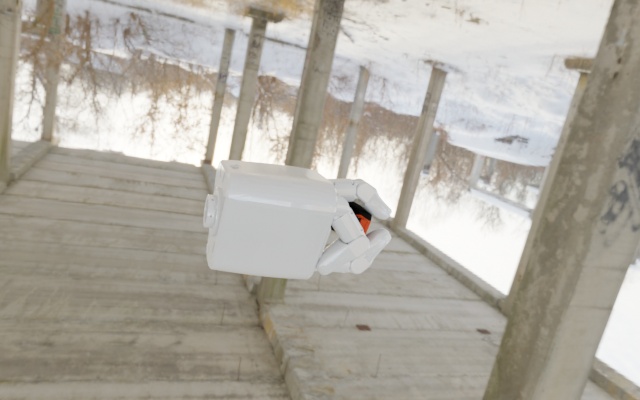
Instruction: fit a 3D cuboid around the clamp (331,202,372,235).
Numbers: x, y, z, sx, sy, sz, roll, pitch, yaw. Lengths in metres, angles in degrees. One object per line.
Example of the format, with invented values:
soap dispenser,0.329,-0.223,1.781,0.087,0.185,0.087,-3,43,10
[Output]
clamp,0.000,0.003,0.578,0.120,0.039,0.171,7,14,-20
